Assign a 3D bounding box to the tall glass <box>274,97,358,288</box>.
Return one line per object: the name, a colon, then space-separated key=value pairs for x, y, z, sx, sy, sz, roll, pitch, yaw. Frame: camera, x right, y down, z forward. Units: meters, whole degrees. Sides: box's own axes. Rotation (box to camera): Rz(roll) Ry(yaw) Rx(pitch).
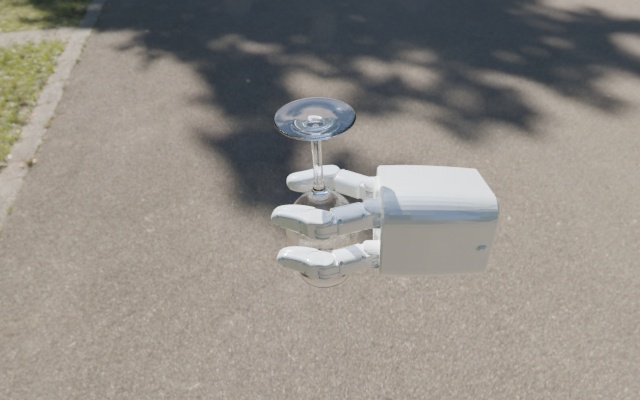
tall glass: x=0.000 y=0.001 z=0.490 sx=0.079 sy=0.201 sz=0.079 roll=-2 pitch=40 yaw=2
